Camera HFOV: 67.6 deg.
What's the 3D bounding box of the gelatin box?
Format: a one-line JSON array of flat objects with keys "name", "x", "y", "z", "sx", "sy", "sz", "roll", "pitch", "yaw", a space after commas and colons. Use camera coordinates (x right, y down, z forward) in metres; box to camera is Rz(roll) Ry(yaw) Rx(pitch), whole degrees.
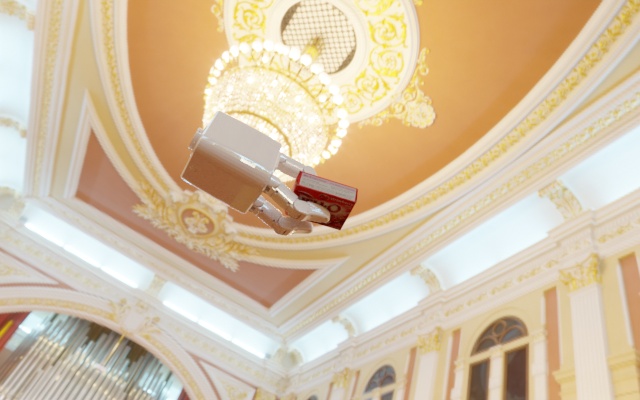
[{"name": "gelatin box", "x": 0.001, "y": 0.002, "z": 0.685, "sx": 0.089, "sy": 0.030, "sz": 0.073, "roll": 17, "pitch": -40, "yaw": -7}]
